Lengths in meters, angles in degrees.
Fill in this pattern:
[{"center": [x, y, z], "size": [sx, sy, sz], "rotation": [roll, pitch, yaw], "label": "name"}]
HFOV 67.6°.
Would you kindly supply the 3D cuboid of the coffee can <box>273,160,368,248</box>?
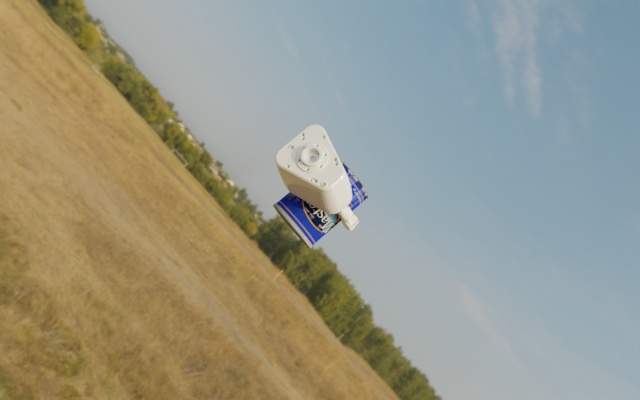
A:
[{"center": [0.000, 0.003, 0.863], "size": [0.140, 0.103, 0.103], "rotation": [-40, 6, -7], "label": "coffee can"}]
